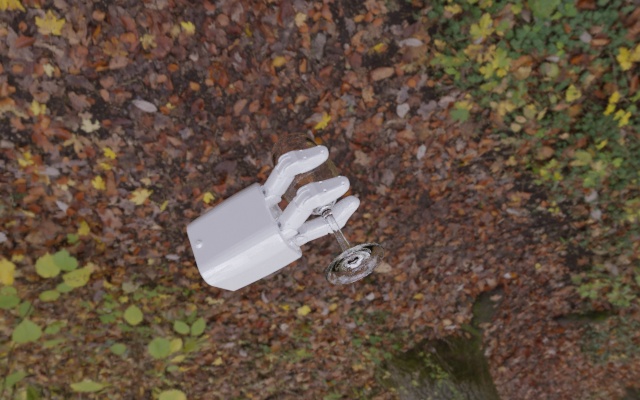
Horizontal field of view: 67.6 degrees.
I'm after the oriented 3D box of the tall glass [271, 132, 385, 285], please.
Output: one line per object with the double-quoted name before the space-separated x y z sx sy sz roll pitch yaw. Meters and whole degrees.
"tall glass" 0.001 0.002 0.595 0.079 0.201 0.079 -18 -36 -14
